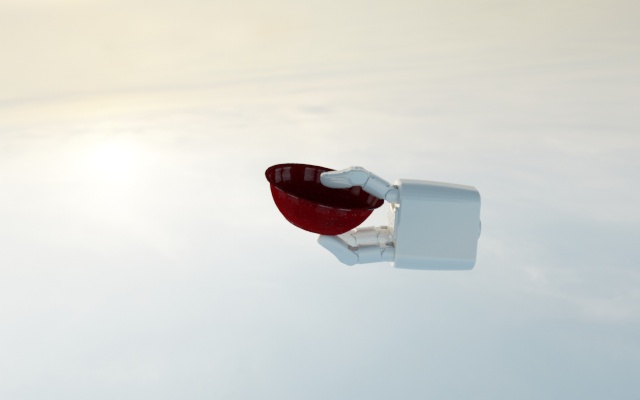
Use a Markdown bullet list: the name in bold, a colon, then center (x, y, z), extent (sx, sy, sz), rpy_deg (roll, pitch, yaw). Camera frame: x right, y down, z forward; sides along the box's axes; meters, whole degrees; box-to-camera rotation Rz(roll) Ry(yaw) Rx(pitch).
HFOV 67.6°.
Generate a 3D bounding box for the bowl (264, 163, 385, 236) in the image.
- **bowl**: center (-0.001, 0.002, 0.636), extent (0.162, 0.055, 0.162), rpy_deg (13, 20, -5)
